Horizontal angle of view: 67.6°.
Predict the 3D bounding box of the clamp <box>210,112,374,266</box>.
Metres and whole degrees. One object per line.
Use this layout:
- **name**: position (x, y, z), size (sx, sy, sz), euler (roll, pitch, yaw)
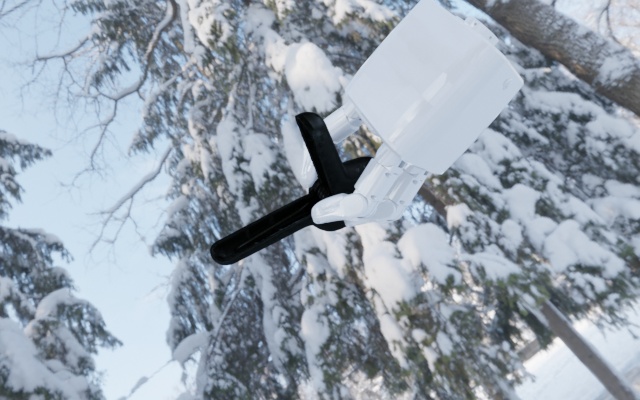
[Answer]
- **clamp**: position (0.000, 0.001, 0.466), size (0.164, 0.036, 0.210), euler (-48, -28, 21)
